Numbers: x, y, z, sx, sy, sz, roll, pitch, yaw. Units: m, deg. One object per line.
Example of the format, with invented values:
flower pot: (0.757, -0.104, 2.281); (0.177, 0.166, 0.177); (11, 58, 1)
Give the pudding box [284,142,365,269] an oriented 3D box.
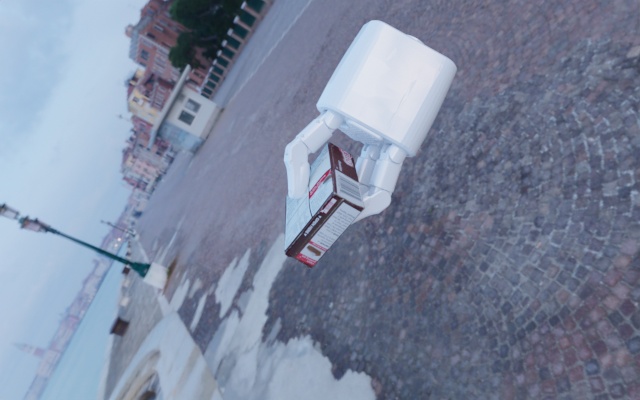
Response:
pudding box: (0.000, 0.002, 0.504); (0.039, 0.090, 0.113); (30, 26, -18)
